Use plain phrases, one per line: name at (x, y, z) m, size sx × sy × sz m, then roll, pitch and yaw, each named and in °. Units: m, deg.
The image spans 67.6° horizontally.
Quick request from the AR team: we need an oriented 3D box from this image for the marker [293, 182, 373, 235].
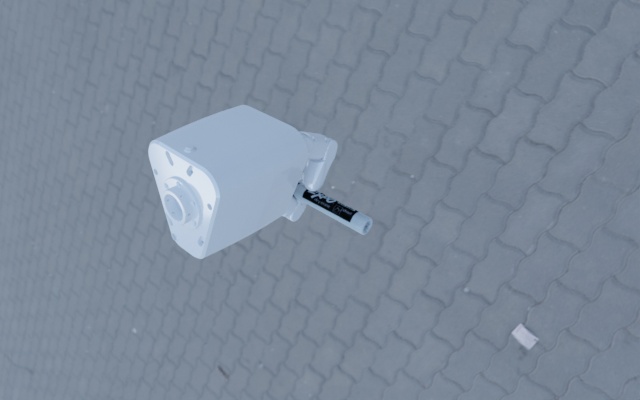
marker at (0.000, 0.002, 0.503) m, size 0.121 × 0.020 × 0.020 m, roll 28°, pitch 14°, yaw 29°
